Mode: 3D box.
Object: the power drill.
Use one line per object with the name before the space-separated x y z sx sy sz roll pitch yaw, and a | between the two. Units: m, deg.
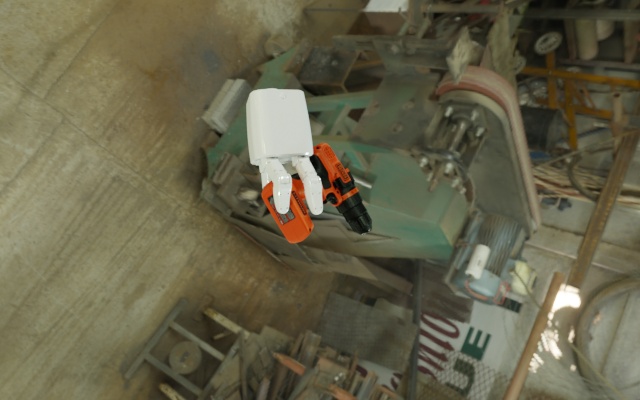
power drill | 0.000 0.003 0.816 0.057 0.184 0.187 -33 -2 38
